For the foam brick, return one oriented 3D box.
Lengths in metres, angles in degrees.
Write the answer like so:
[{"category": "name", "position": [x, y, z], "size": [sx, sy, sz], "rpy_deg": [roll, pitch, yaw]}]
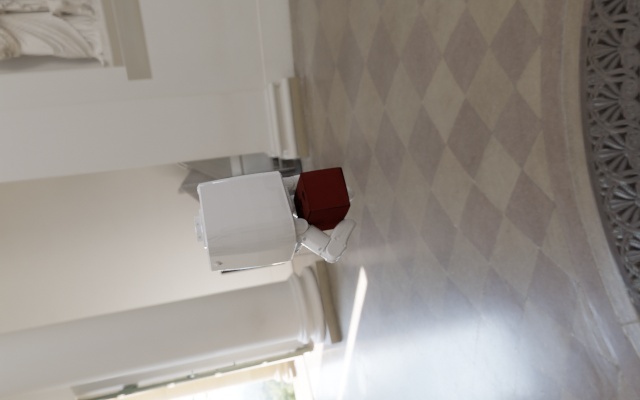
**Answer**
[{"category": "foam brick", "position": [0.000, 0.002, 0.588], "size": [0.051, 0.053, 0.078], "rpy_deg": [-8, -24, -14]}]
